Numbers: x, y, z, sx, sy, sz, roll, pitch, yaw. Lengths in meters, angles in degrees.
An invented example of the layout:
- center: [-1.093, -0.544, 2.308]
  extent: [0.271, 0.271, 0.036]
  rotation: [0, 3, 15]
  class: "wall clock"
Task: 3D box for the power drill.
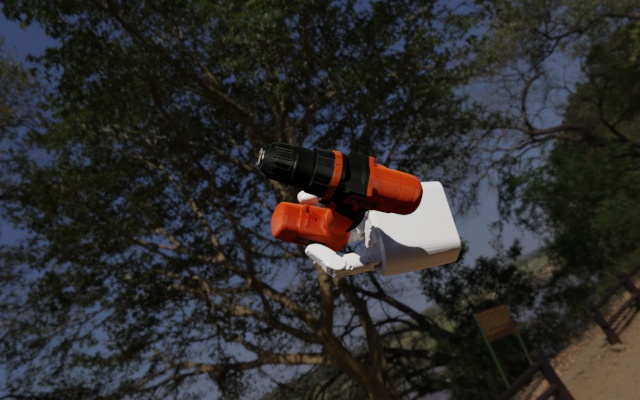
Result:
- center: [0.000, 0.002, 0.567]
  extent: [0.184, 0.057, 0.188]
  rotation: [15, -25, -15]
  class: "power drill"
